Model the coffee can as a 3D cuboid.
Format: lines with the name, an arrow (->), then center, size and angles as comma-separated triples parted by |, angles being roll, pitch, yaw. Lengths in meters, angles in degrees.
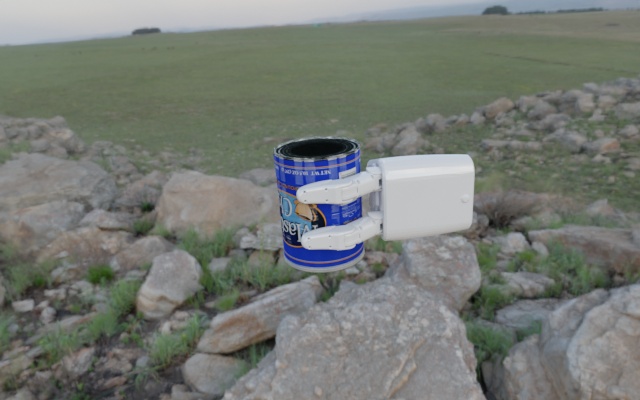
coffee can -> 0.000, 0.002, 0.582 | 0.103, 0.140, 0.102 | -4, 21, 1
